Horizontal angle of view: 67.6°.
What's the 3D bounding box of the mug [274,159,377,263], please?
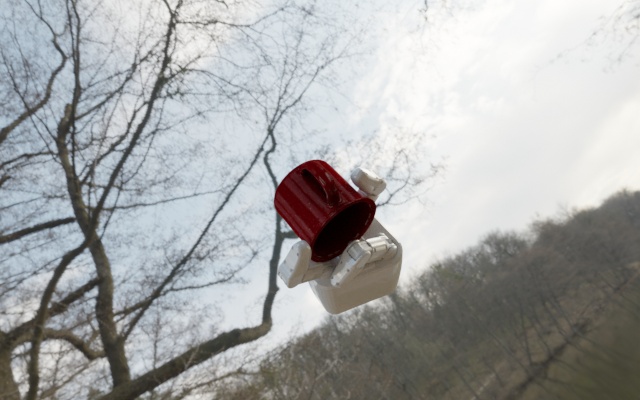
[{"bbox_3d":[0.000,0.001,0.523,0.093,0.081,0.117,-35,-30,-15],"label":"mug"}]
